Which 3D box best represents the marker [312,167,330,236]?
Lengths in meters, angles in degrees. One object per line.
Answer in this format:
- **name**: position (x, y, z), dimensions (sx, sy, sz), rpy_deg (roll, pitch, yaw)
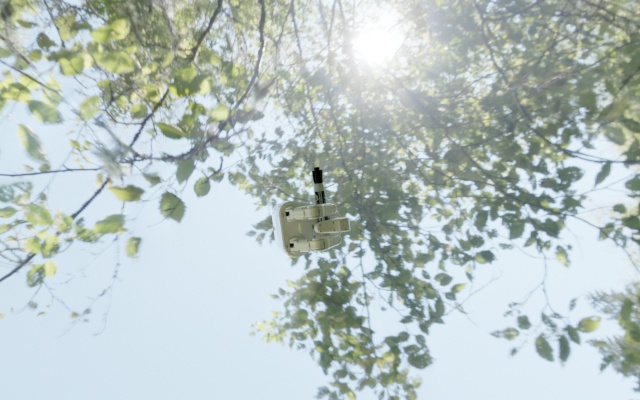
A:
- **marker**: position (0.000, 0.003, 0.823), dimensions (0.020, 0.121, 0.020), rpy_deg (-7, 1, 0)
